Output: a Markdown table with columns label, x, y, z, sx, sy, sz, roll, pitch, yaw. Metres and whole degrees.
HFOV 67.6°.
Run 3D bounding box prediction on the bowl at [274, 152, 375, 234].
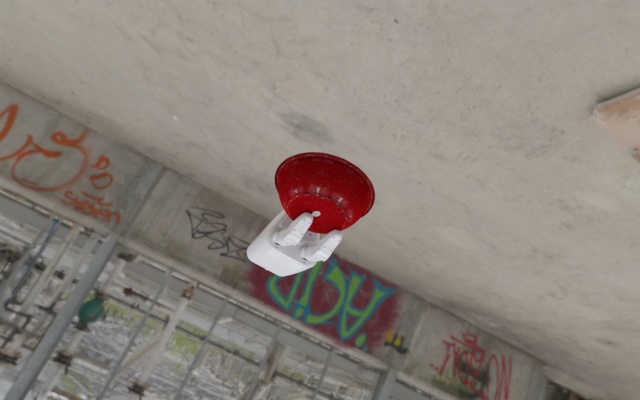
| label | x | y | z | sx | sy | sz | roll | pitch | yaw |
| --- | --- | --- | --- | --- | --- | --- | --- | --- | --- |
| bowl | 0.000 | 0.002 | 0.730 | 0.162 | 0.055 | 0.162 | 10 | -40 | 8 |
